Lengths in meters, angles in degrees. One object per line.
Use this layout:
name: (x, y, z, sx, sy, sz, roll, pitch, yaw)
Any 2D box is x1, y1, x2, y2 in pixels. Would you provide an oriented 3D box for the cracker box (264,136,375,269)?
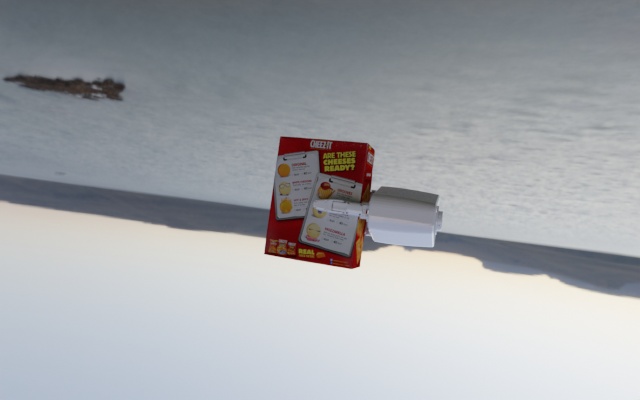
cracker box: (0.000, 0.003, 0.845, 0.164, 0.213, 0.072, 7, -2, 18)
